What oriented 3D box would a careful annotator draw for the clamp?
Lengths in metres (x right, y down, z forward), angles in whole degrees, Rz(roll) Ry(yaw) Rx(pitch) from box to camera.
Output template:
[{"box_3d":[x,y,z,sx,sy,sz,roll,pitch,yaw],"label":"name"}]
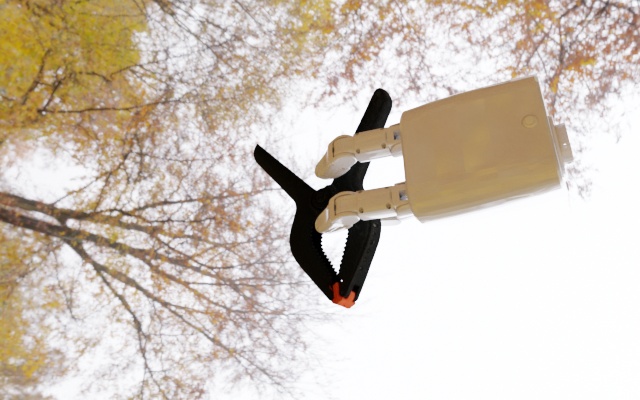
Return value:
[{"box_3d":[0.001,0.002,0.470,0.164,0.210,0.036,-15,-27,28],"label":"clamp"}]
